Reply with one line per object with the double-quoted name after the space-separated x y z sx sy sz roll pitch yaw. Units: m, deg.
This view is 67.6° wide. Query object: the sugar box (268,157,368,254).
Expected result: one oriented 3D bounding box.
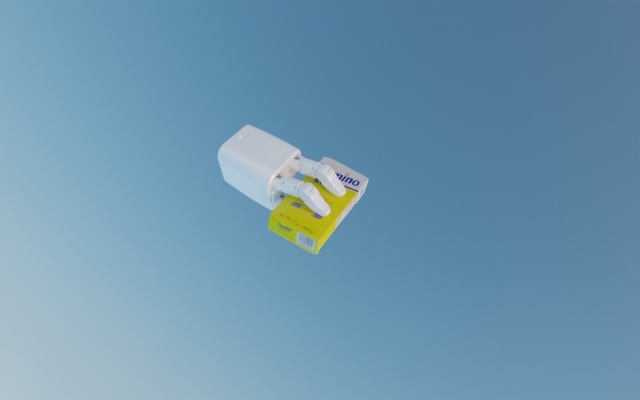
0.000 0.002 0.798 0.093 0.048 0.176 29 50 13 "sugar box"
